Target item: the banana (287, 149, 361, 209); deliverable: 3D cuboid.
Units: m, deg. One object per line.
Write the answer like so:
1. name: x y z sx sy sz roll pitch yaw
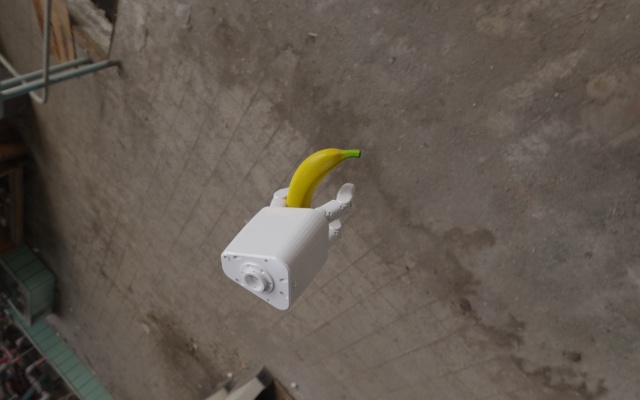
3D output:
1. banana: -0.015 -0.009 0.704 0.069 0.198 0.037 30 39 -2
